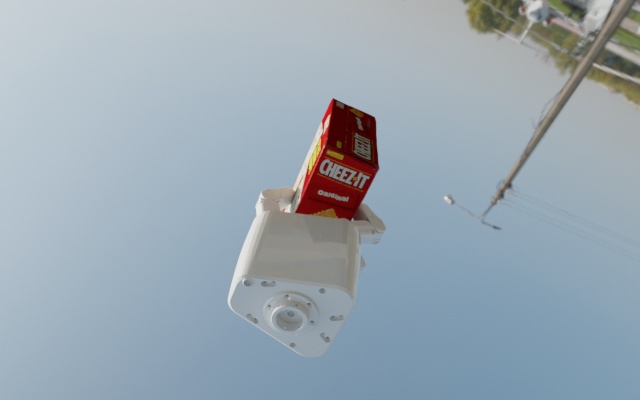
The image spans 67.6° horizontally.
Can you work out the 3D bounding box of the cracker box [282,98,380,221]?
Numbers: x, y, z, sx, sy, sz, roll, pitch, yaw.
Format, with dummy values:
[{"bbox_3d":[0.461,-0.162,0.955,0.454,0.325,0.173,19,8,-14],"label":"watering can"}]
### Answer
[{"bbox_3d":[0.000,0.002,0.600,0.072,0.214,0.164,22,29,-8],"label":"cracker box"}]
